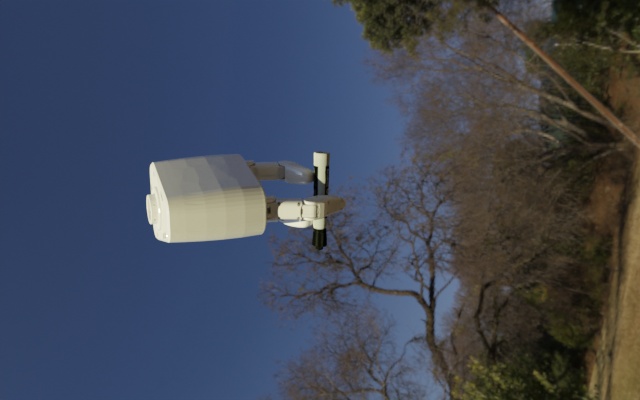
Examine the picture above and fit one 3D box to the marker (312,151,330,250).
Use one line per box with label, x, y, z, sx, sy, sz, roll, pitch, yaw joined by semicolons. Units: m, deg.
marker;0.000;0.002;0.575;0.020;0.121;0.020;2;15;0
